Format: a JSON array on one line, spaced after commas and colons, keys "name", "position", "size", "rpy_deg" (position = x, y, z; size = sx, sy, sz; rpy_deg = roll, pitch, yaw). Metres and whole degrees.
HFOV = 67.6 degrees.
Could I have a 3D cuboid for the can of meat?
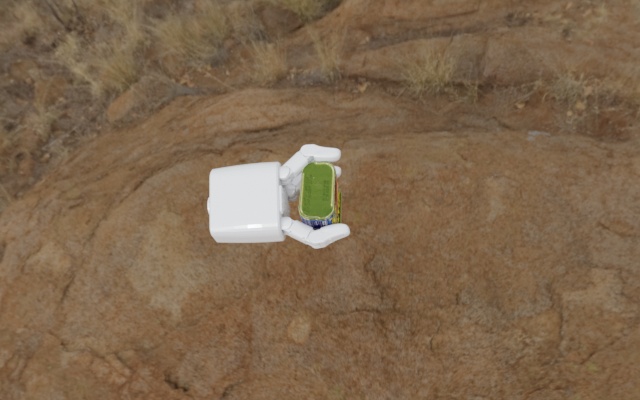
[{"name": "can of meat", "position": [0.000, 0.002, 0.728], "size": [0.057, 0.102, 0.084], "rpy_deg": [-1, -28, 7]}]
